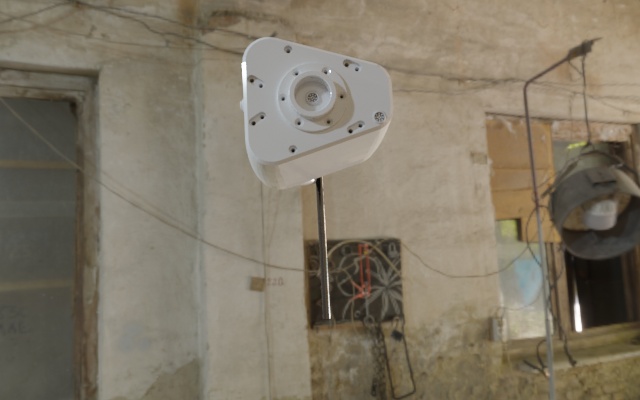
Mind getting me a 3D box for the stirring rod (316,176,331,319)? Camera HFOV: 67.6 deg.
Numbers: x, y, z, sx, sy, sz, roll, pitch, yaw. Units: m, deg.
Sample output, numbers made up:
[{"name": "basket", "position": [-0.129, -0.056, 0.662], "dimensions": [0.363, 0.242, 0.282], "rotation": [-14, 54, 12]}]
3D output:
[{"name": "stirring rod", "position": [0.000, 0.002, 0.502], "dimensions": [0.011, 0.239, 0.011], "rotation": [-3, -5, 0]}]
